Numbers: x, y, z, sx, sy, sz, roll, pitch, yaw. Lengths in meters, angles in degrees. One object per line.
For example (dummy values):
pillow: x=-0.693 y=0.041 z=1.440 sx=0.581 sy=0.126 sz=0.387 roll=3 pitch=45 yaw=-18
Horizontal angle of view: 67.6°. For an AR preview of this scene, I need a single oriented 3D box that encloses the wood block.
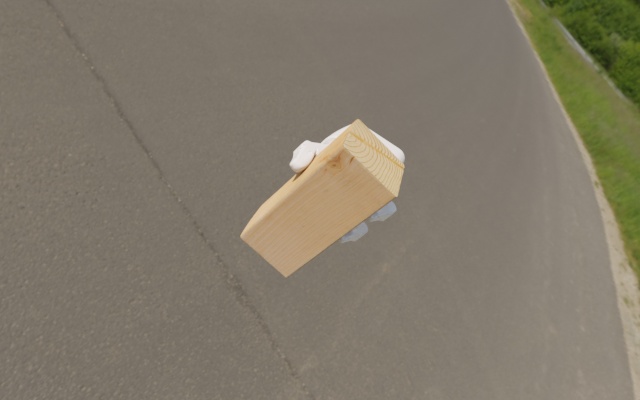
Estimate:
wood block: x=0.000 y=0.002 z=0.632 sx=0.206 sy=0.091 sz=0.090 roll=-40 pitch=12 yaw=32
